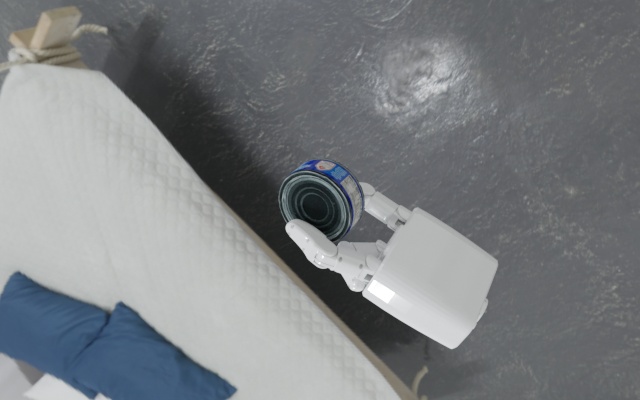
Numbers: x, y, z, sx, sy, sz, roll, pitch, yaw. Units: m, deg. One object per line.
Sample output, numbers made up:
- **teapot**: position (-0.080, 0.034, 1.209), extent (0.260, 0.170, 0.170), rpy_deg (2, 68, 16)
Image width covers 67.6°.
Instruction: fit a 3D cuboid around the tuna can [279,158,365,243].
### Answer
- **tuna can**: position (0.000, 0.002, 0.494), extent (0.086, 0.086, 0.033), rpy_deg (0, 25, 31)
